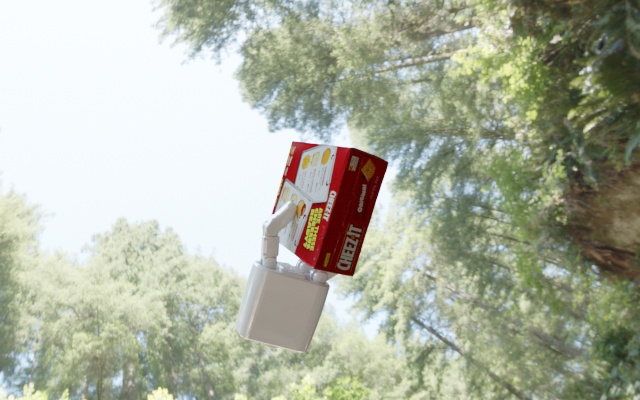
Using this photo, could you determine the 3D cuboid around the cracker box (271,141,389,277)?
[{"bbox_3d":[0.000,0.002,0.709,0.072,0.164,0.213,16,2,-26],"label":"cracker box"}]
